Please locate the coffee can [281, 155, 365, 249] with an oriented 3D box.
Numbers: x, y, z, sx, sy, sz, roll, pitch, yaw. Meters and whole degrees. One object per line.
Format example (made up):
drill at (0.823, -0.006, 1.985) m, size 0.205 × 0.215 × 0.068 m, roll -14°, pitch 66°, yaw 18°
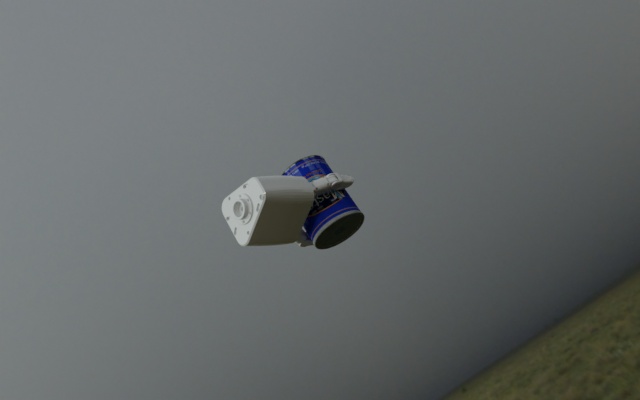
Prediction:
coffee can at (0.000, 0.003, 0.868) m, size 0.103 × 0.140 × 0.103 m, roll -26°, pitch -27°, yaw -15°
